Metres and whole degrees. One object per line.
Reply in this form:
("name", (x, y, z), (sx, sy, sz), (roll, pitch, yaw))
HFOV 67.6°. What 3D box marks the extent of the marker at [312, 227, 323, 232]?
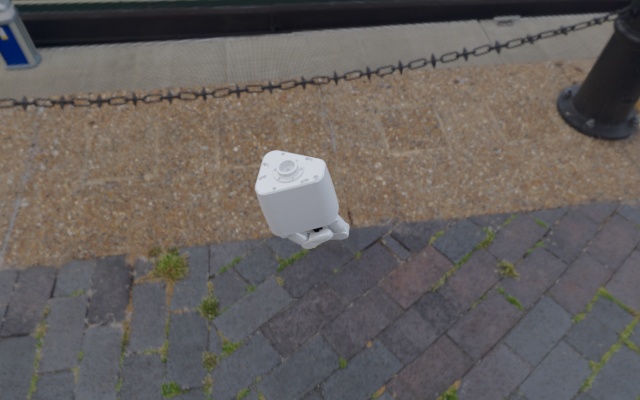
("marker", (0.000, 0.003, 0.817), (0.020, 0.121, 0.020), (5, -38, 4))
